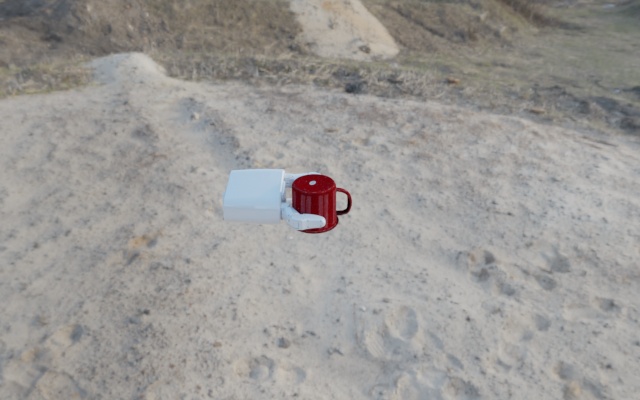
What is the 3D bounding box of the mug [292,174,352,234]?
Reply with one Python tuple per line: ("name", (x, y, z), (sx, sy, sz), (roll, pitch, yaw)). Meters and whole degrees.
("mug", (0.002, 0.003, 0.883), (0.117, 0.081, 0.093), (0, 29, 0))
